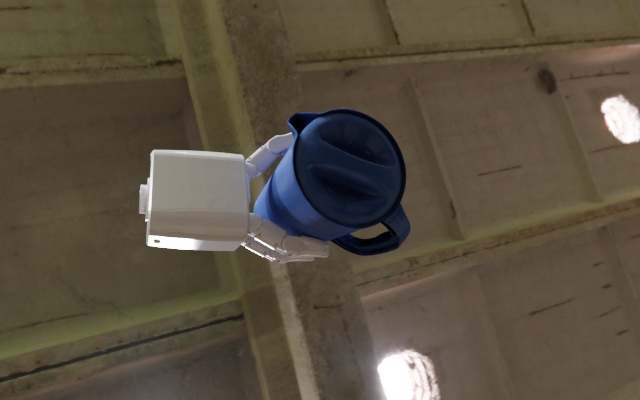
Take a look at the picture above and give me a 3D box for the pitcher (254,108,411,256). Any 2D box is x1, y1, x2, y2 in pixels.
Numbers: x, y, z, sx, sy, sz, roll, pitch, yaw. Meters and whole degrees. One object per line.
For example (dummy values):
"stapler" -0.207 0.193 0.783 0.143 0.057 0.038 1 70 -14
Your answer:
"pitcher" 0.000 0.002 0.606 0.145 0.149 0.243 1 -16 -21
